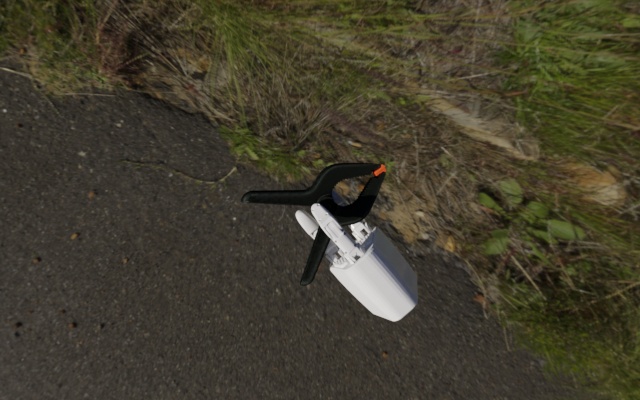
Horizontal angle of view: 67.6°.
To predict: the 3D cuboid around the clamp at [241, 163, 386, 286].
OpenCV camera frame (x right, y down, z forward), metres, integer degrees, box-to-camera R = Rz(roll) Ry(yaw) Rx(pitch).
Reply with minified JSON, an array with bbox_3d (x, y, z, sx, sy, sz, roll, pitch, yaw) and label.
[{"bbox_3d":[0.001,0.002,0.702,0.210,0.164,0.036,-41,8,2],"label":"clamp"}]
